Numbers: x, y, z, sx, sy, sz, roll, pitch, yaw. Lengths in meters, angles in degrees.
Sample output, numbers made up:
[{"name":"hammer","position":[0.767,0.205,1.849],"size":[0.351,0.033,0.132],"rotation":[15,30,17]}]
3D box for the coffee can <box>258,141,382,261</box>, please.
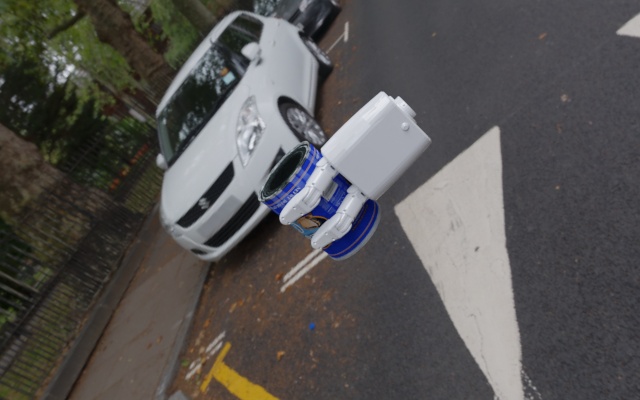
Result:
[{"name":"coffee can","position":[0.000,0.002,0.660],"size":[0.140,0.102,0.103],"rotation":[40,-16,-20]}]
